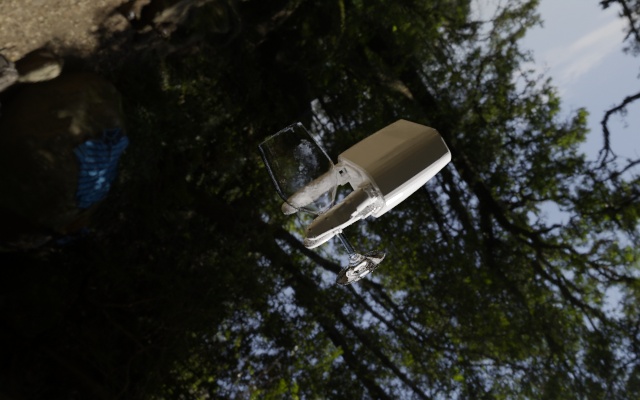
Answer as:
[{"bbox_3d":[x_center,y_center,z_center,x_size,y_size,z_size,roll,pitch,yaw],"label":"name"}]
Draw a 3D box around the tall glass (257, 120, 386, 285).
[{"bbox_3d":[0.000,0.003,0.595,0.079,0.201,0.079,-31,9,5],"label":"tall glass"}]
